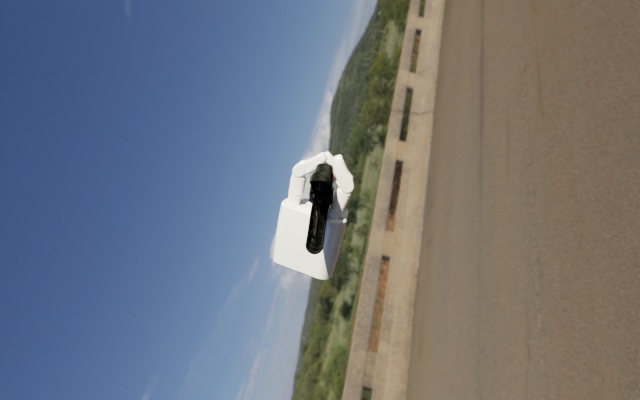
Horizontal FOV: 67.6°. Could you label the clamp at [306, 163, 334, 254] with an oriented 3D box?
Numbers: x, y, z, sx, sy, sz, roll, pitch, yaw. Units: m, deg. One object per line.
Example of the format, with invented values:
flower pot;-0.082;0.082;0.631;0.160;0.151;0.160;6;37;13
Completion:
clamp;0.000;0.002;0.712;0.039;0.120;0.171;12;15;4
